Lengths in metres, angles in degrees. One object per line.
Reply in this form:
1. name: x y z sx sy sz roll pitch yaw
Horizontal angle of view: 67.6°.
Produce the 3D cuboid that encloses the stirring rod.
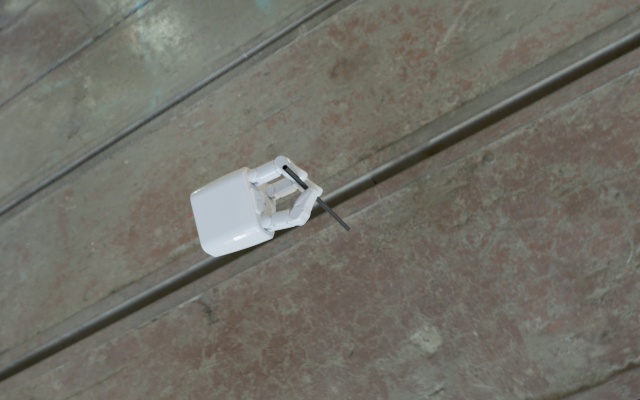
1. stirring rod: 0.000 0.003 0.759 0.011 0.011 0.240 0 -24 27
